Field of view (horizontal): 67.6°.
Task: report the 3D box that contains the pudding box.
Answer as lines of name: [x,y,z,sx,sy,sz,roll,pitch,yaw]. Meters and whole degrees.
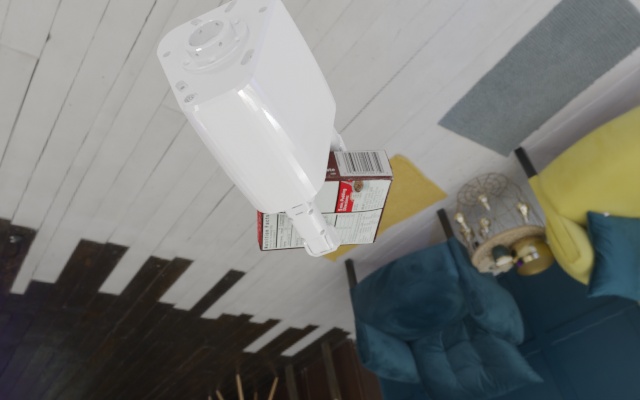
pudding box: [0.000,0.001,0.422,0.113,0.039,0.090,-1,-43,-10]
